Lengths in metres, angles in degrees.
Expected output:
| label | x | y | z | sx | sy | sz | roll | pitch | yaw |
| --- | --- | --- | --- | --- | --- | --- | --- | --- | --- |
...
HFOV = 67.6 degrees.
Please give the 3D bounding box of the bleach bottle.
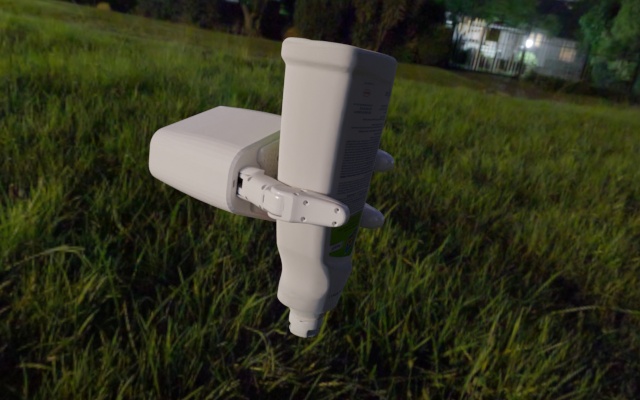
| label | x | y | z | sx | sy | sz | roll | pitch | yaw |
| --- | --- | --- | --- | --- | --- | --- | --- | --- | --- |
| bleach bottle | 0.000 | 0.001 | 0.403 | 0.068 | 0.251 | 0.102 | 19 | 18 | 30 |
